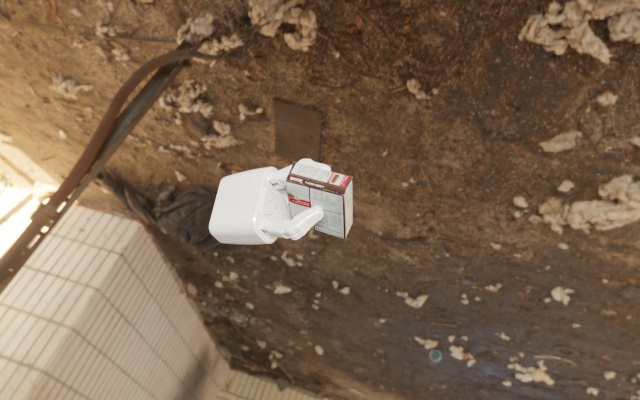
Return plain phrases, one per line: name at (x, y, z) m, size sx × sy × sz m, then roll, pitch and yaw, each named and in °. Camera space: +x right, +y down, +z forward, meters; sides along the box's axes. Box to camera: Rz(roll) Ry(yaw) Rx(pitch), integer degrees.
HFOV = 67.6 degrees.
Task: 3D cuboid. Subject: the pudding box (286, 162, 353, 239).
pudding box at (0.000, 0.002, 0.695) m, size 0.090 × 0.039 × 0.114 m, roll 15°, pitch -34°, yaw 14°
